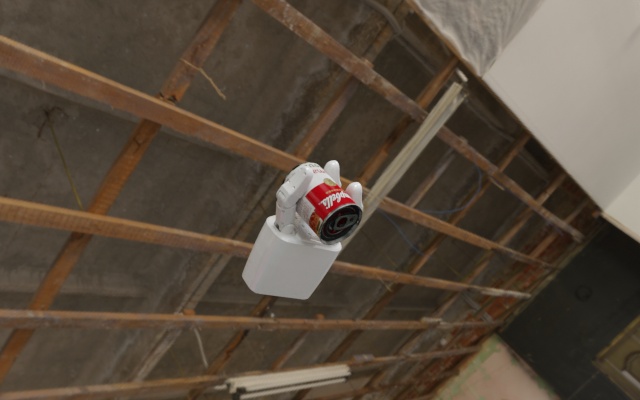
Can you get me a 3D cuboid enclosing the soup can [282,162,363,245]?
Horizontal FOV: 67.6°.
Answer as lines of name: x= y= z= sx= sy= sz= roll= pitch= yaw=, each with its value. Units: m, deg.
soup can: x=0.000 y=0.002 z=0.649 sx=0.068 sy=0.068 sz=0.102 roll=0 pitch=37 yaw=-42
